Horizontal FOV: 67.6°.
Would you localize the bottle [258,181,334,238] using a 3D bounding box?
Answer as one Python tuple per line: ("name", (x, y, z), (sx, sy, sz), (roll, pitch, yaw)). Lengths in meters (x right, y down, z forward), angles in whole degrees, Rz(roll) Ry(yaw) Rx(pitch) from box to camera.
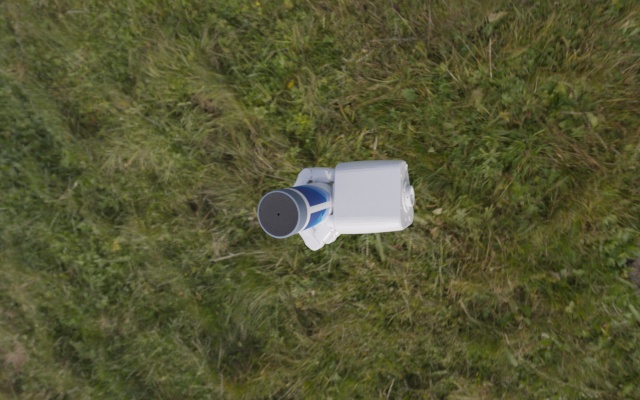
("bottle", (0.000, 0.003, 0.786), (0.069, 0.069, 0.295), (0, 6, 23))
